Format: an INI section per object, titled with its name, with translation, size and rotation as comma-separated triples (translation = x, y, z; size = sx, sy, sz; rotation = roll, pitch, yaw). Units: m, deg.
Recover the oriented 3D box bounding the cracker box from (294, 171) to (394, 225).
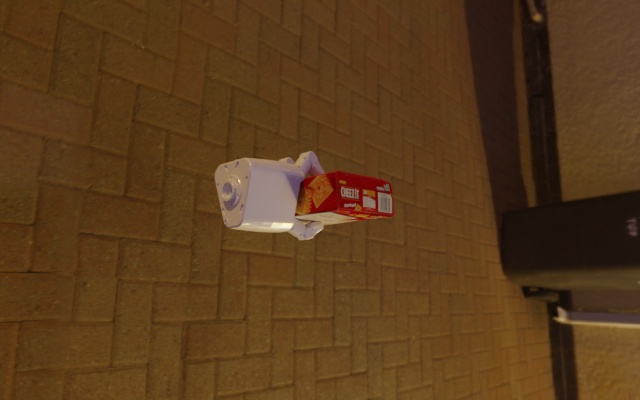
[cracker box]
translation = 0.000, 0.003, 0.871
size = 0.214, 0.072, 0.164
rotation = -9, -11, 41
